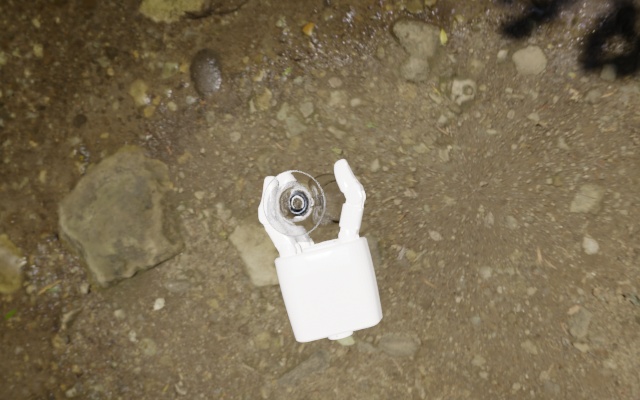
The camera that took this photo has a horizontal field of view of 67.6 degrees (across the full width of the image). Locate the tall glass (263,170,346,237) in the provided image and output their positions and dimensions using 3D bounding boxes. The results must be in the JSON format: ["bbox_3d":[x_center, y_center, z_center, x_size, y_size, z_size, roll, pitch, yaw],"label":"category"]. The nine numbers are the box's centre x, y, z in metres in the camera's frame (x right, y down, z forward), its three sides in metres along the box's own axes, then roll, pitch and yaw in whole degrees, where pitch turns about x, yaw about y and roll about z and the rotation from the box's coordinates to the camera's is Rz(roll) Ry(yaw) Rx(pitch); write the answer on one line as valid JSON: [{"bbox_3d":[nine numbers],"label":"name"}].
[{"bbox_3d":[0.000,0.002,0.625,0.079,0.079,0.201,0,1,18],"label":"tall glass"}]
